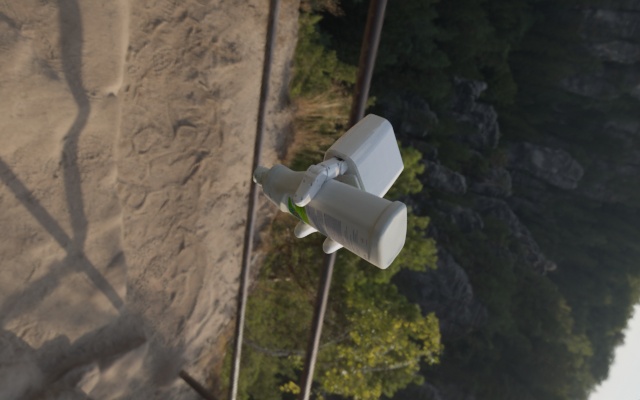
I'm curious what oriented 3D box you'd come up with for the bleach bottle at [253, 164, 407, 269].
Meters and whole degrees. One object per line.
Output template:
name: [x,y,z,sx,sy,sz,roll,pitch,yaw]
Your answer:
bleach bottle: [0.000,0.002,0.690,0.250,0.103,0.068,27,58,28]
